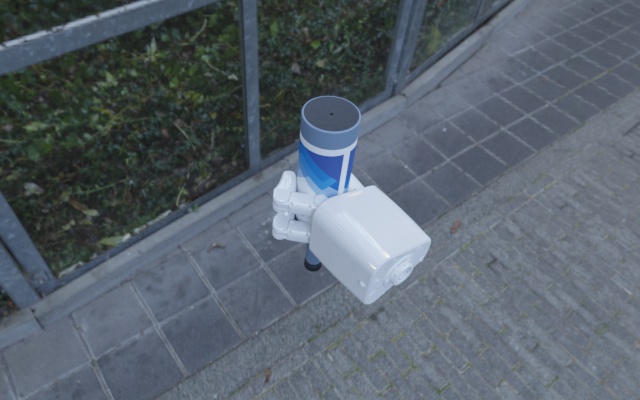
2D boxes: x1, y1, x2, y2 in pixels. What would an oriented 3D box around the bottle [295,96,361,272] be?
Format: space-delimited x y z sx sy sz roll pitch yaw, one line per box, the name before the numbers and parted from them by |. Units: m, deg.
bottle | 0.000 0.002 0.635 0.069 0.069 0.296 0 -42 -6
